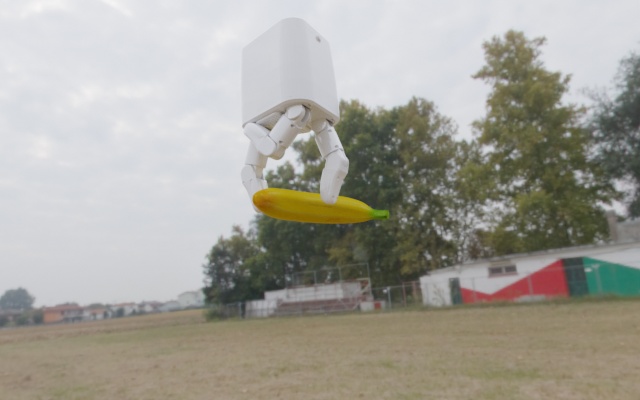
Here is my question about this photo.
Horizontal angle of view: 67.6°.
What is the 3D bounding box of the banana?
[{"bbox_3d":[-0.008,0.006,0.591,0.198,0.037,0.069,5,-15,-36],"label":"banana"}]
